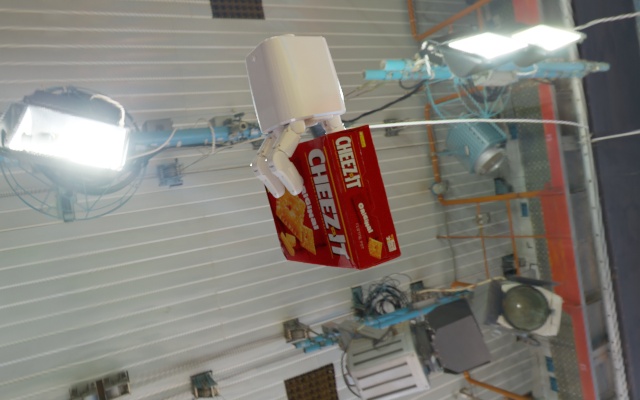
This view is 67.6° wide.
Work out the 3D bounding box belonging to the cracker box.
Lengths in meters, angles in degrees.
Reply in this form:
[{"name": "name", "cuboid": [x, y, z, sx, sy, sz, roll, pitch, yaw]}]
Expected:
[{"name": "cracker box", "cuboid": [0.000, 0.002, 0.643, 0.072, 0.164, 0.214, -18, 5, -27]}]
